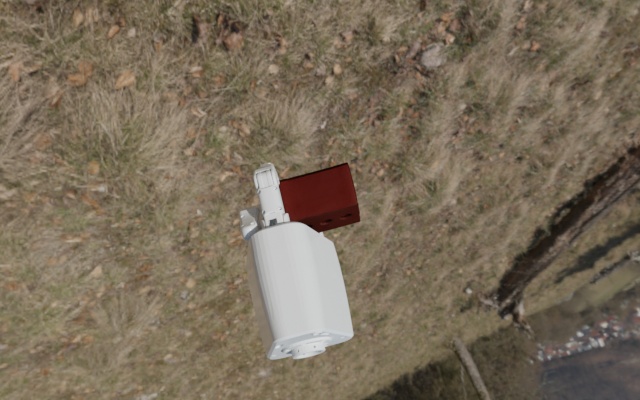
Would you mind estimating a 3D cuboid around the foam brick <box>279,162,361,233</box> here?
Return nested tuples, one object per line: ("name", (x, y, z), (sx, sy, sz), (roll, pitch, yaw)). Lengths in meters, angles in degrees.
("foam brick", (0.000, 0.001, 0.514), (0.078, 0.051, 0.053), (-15, -25, 0))
